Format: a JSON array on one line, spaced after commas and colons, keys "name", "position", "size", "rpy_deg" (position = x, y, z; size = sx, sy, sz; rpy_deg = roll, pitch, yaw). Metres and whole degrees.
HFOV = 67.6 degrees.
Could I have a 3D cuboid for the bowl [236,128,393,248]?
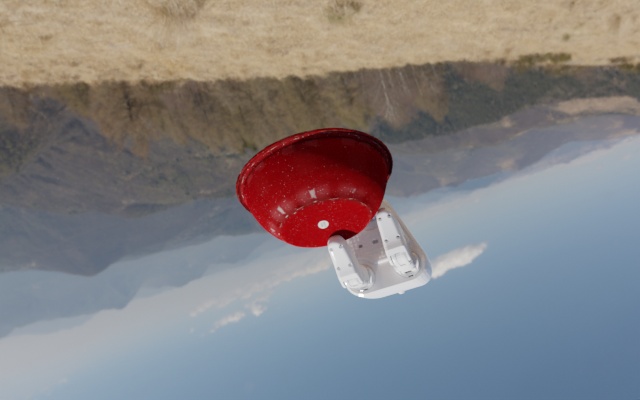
[{"name": "bowl", "position": [-0.001, 0.001, 0.473], "size": [0.162, 0.055, 0.162], "rpy_deg": [-9, -32, -6]}]
